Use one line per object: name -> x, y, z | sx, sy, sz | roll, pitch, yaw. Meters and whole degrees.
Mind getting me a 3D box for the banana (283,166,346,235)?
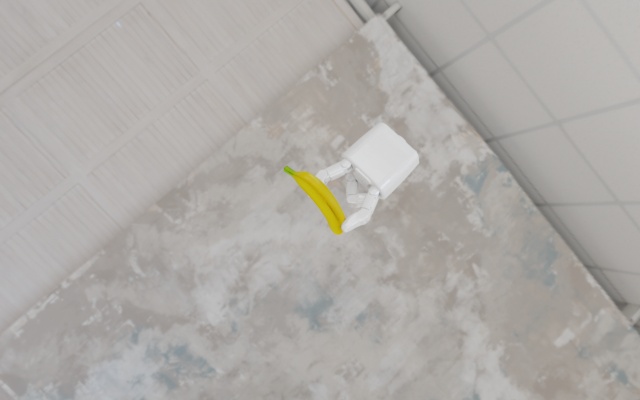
banana -> 0.008, 0.007, 0.882 | 0.069, 0.037, 0.198 | 33, -17, 52
